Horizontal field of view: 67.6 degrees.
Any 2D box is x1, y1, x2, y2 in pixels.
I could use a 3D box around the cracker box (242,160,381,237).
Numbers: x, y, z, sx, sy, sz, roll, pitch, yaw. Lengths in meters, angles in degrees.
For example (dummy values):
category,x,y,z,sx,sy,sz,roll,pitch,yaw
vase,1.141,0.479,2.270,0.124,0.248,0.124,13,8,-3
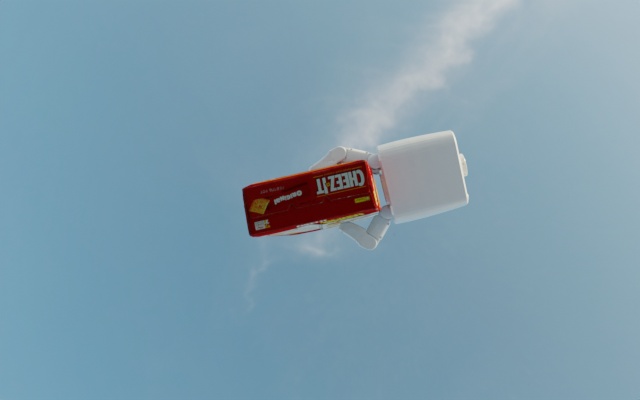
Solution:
category,x,y,z,sx,sy,sz,roll,pitch,yaw
cracker box,0.000,0.002,0.685,0.164,0.072,0.214,-13,-6,8
